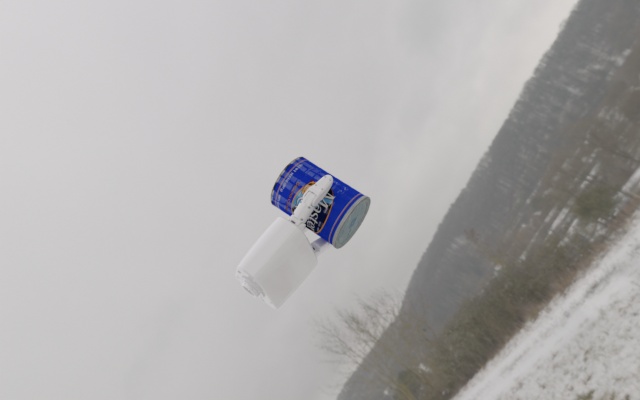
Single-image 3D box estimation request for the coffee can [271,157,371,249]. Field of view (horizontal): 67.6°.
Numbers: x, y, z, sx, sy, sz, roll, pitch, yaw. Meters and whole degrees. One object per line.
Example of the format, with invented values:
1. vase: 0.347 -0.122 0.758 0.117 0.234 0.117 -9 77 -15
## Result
1. coffee can: 0.000 0.003 0.822 0.140 0.103 0.103 33 12 19
